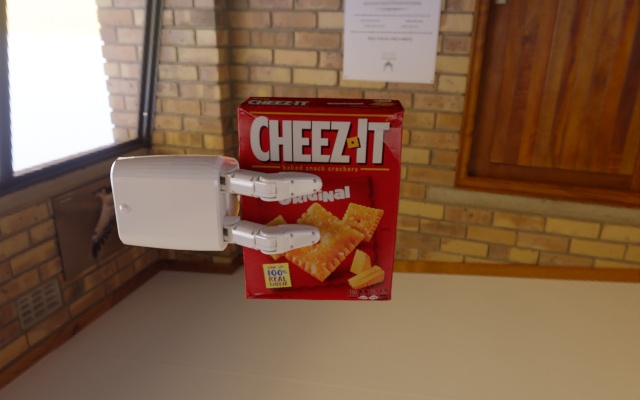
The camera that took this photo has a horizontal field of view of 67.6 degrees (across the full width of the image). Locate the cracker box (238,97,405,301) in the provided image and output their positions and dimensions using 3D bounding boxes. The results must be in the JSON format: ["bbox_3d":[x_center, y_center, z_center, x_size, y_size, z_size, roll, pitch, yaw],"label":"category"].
[{"bbox_3d":[0.000,0.002,0.514,0.164,0.214,0.072,1,20,2],"label":"cracker box"}]
